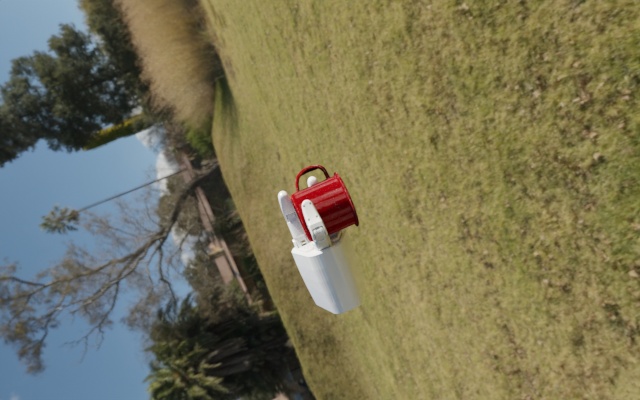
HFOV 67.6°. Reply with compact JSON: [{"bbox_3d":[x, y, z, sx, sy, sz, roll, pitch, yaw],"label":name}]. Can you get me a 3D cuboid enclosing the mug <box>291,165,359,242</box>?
[{"bbox_3d":[-0.001,0.001,0.747,0.081,0.117,0.093,-23,7,-5],"label":"mug"}]
